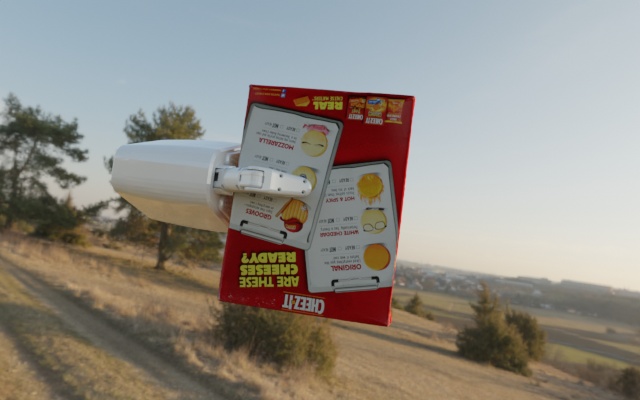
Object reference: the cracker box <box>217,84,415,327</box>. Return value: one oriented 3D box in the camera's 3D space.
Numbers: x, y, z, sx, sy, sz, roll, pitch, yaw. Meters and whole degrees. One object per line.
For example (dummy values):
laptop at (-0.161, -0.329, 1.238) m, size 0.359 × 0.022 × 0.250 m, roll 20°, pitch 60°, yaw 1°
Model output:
cracker box at (0.000, 0.001, 0.474) m, size 0.164 × 0.213 × 0.072 m, roll 6°, pitch -5°, yaw 11°
